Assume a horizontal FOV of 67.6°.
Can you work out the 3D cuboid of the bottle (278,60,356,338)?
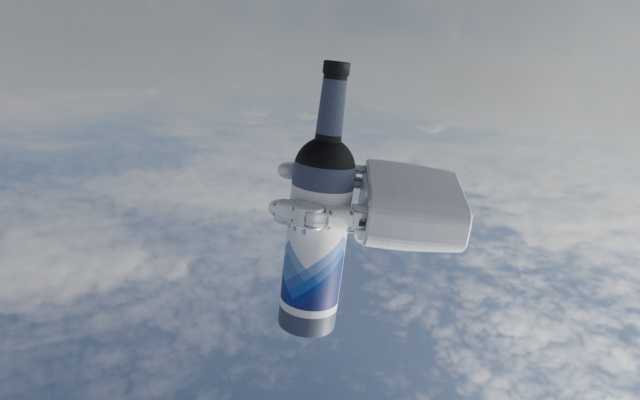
[{"bbox_3d":[0.000,0.002,0.517,0.069,0.296,0.069,6,16,-2],"label":"bottle"}]
